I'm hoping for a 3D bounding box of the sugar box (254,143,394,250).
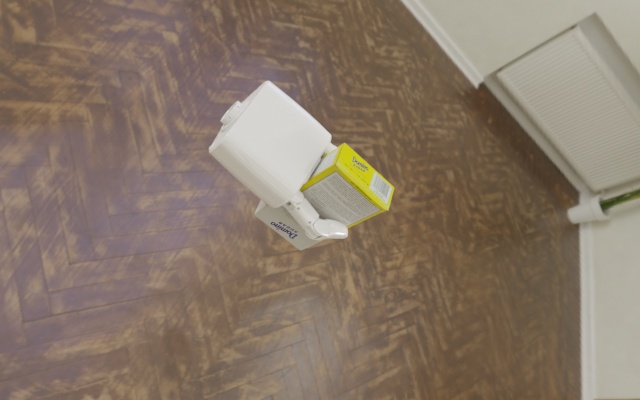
[{"bbox_3d":[0.000,0.002,0.628,0.093,0.048,0.176,40,-40,-21],"label":"sugar box"}]
